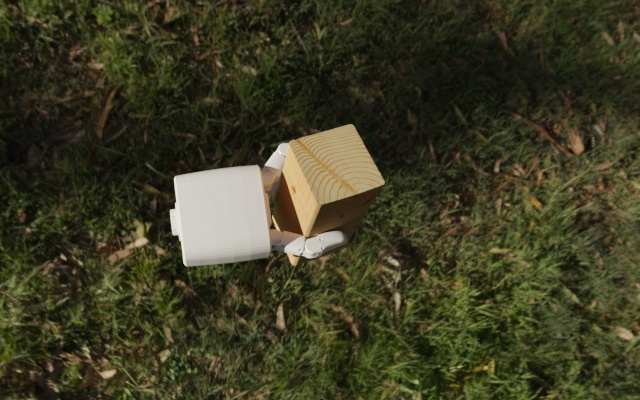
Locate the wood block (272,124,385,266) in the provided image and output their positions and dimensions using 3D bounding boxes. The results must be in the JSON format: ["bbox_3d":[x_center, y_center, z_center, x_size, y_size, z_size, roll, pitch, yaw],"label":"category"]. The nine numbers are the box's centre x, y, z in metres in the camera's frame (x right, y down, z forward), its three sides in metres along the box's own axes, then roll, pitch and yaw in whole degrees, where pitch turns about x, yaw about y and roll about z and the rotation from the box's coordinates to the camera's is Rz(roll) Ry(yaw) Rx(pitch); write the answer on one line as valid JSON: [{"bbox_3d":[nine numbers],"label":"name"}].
[{"bbox_3d":[0.000,0.002,0.643,0.090,0.090,0.206,-18,-21,-20],"label":"wood block"}]
